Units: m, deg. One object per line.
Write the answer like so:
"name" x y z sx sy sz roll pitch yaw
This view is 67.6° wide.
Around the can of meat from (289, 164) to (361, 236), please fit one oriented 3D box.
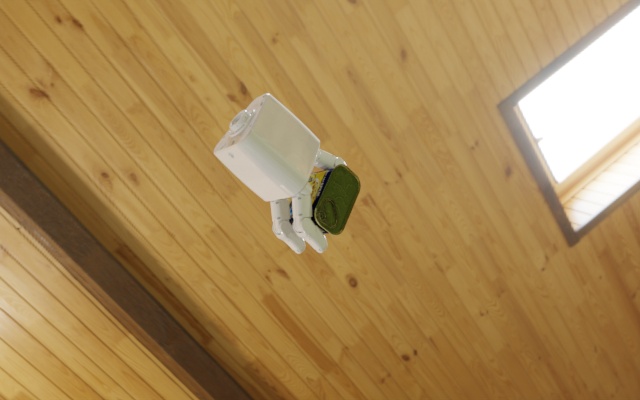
"can of meat" 0.000 0.002 0.705 0.057 0.102 0.084 39 -29 -30
